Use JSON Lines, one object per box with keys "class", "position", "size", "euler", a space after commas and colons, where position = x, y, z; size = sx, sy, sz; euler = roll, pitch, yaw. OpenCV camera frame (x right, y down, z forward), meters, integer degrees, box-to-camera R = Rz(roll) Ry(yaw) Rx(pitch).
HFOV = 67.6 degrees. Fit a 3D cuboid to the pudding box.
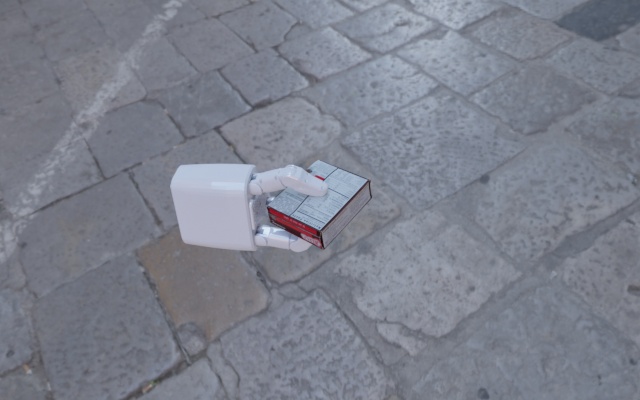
{"class": "pudding box", "position": [0.000, 0.002, 0.623], "size": [0.090, 0.039, 0.113], "euler": [25, 54, 29]}
